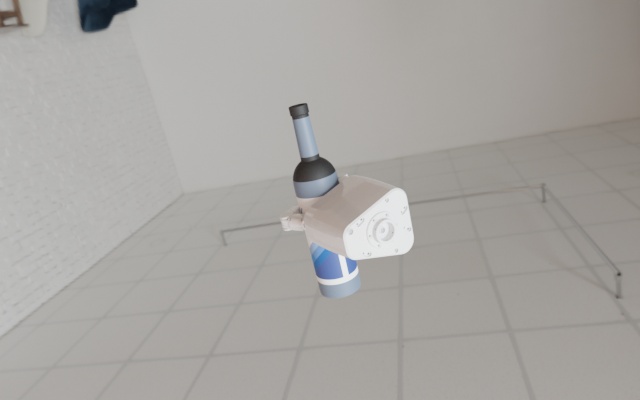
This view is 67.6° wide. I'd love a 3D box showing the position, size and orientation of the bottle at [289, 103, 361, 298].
[{"bbox_3d":[0.000,0.003,0.717,0.069,0.296,0.069,-12,18,4],"label":"bottle"}]
